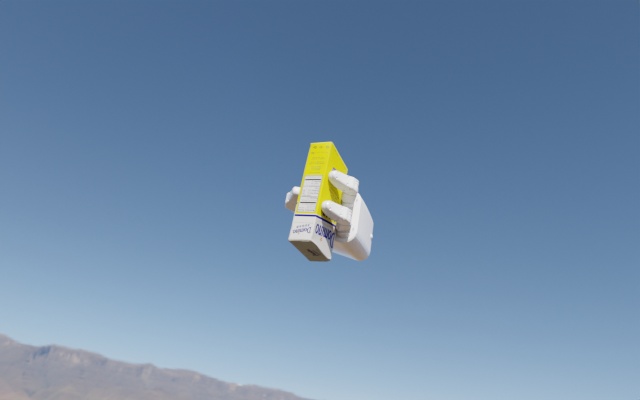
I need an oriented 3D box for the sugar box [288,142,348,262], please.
[{"bbox_3d":[0.001,0.003,0.779,0.048,0.176,0.093,-2,-27,22],"label":"sugar box"}]
